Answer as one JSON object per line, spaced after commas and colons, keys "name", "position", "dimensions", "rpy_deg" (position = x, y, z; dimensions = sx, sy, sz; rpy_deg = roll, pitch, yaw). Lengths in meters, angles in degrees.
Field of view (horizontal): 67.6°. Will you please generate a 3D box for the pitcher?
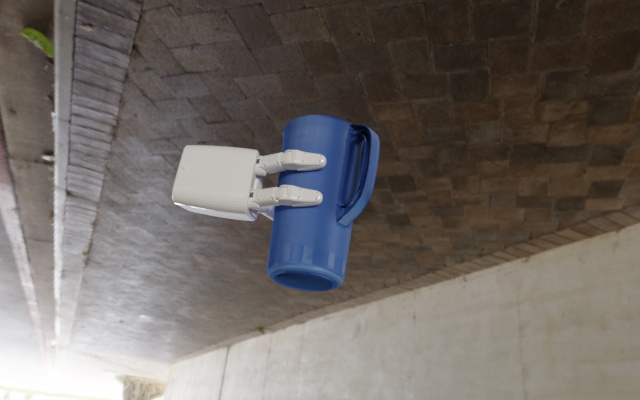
{"name": "pitcher", "position": [0.000, 0.002, 0.704], "dimensions": [0.145, 0.242, 0.149], "rpy_deg": [8, -25, -1]}
